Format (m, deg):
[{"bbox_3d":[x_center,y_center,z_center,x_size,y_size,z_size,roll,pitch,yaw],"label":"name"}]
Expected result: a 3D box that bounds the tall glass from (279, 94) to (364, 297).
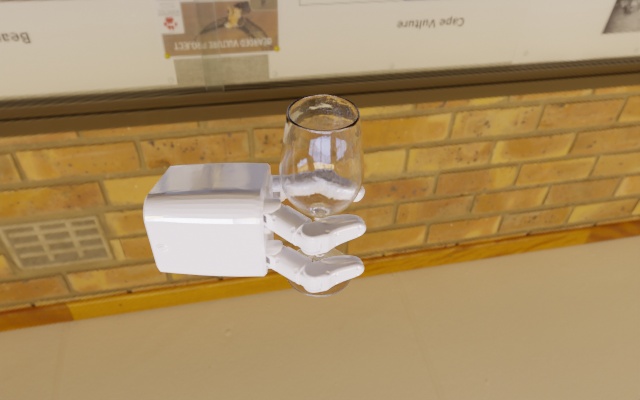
[{"bbox_3d":[0.000,0.002,0.464,0.079,0.201,0.079,1,40,-1],"label":"tall glass"}]
